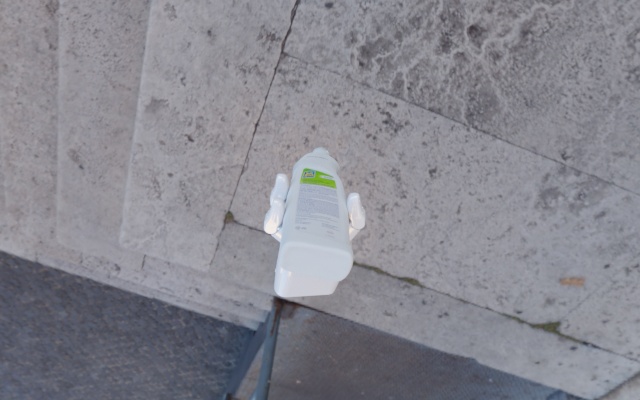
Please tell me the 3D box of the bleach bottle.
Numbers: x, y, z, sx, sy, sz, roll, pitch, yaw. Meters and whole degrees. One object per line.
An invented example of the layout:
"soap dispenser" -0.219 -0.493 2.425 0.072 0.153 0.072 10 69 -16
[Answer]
"bleach bottle" 0.000 0.002 0.727 0.102 0.068 0.250 12 40 -5
